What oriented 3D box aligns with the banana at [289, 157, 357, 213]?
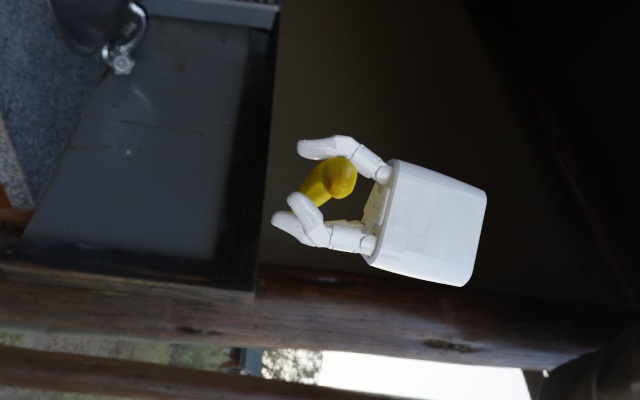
[{"bbox_3d":[0.006,-0.014,0.520,0.037,0.069,0.198,26,-18,-10],"label":"banana"}]
